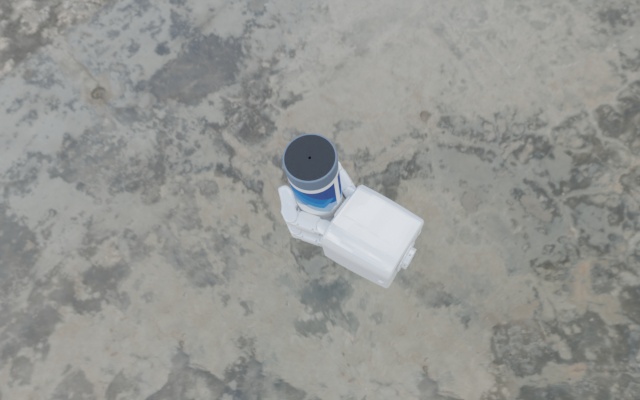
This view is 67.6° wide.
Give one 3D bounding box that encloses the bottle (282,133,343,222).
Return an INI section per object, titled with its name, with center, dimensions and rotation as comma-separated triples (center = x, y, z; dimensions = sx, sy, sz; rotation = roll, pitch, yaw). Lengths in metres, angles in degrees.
[bottle]
center = 0.000, 0.002, 0.707
dimensions = 0.069, 0.069, 0.296
rotation = 0, -21, 5
